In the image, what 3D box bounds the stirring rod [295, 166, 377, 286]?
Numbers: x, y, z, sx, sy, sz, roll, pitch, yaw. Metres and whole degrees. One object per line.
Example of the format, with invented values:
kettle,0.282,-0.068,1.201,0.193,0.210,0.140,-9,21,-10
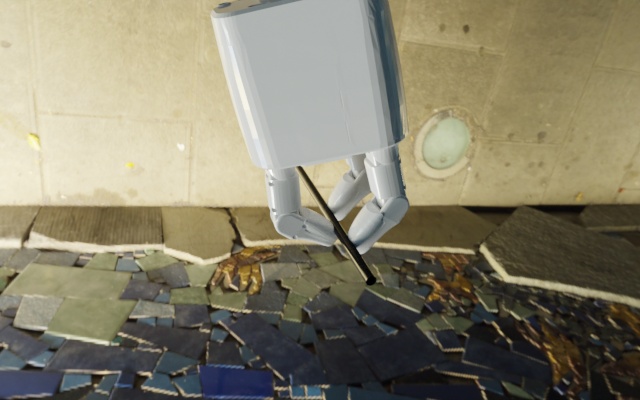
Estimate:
stirring rod,0.000,0.001,0.431,0.011,0.011,0.239,0,27,-19
